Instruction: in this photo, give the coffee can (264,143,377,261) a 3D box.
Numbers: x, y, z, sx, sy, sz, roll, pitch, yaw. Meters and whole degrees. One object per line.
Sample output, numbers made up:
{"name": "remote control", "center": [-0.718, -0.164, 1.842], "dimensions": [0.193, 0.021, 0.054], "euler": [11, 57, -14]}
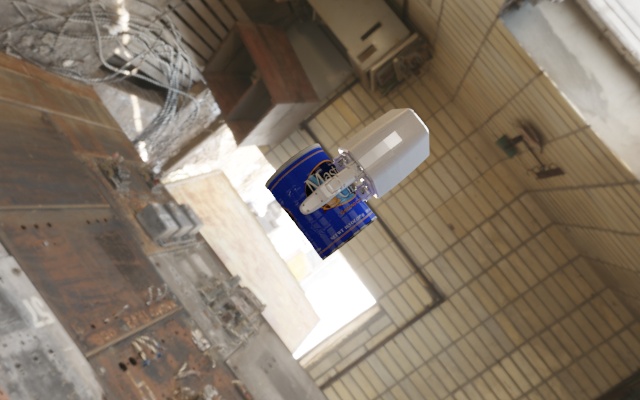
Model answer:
{"name": "coffee can", "center": [0.000, 0.002, 0.703], "dimensions": [0.103, 0.140, 0.103], "euler": [-38, -4, -4]}
